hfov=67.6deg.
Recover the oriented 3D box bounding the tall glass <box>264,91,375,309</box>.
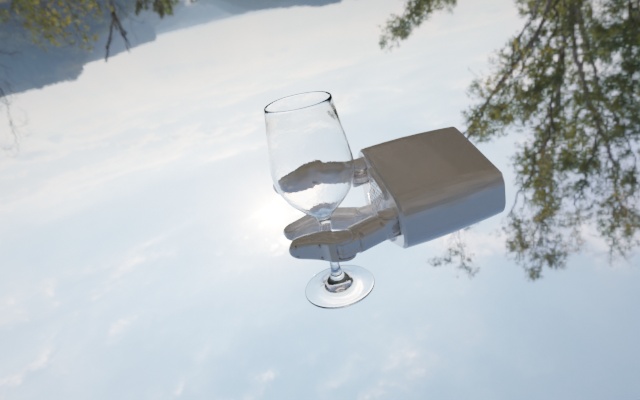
[{"bbox_3d":[0.000,0.002,0.459,0.079,0.201,0.079,-11,25,5],"label":"tall glass"}]
